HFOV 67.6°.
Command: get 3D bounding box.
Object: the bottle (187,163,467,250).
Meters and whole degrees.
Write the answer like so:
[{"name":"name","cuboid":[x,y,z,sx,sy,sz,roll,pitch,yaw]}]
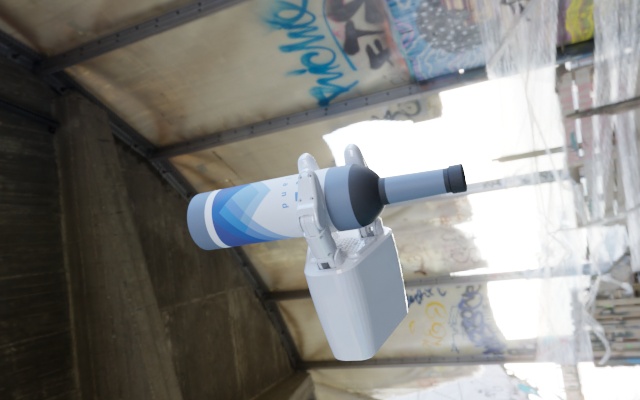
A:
[{"name":"bottle","cuboid":[0.000,0.002,0.500,0.296,0.069,0.069,-10,-4,22]}]
